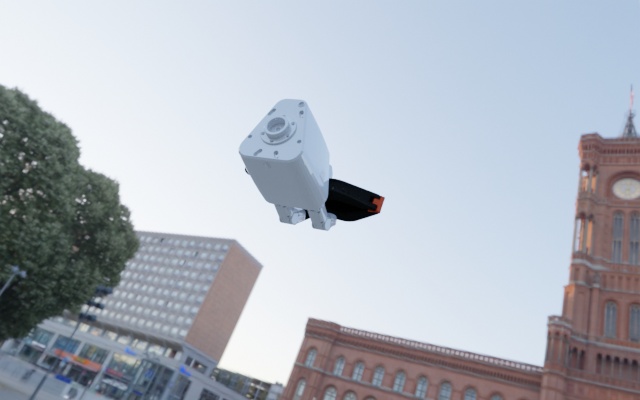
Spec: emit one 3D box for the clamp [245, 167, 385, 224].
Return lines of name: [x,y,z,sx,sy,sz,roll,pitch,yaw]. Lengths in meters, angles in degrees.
clamp: [0.001,0.002,0.749,0.210,0.036,0.165,9,-28,23]
